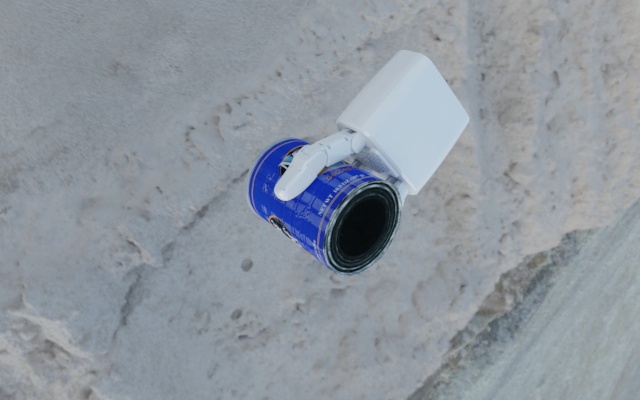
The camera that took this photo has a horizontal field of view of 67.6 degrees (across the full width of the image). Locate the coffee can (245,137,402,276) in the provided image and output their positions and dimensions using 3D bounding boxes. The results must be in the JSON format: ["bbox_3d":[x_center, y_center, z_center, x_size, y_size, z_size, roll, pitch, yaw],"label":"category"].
[{"bbox_3d":[0.000,0.002,0.507,0.103,0.103,0.140,0,22,-43],"label":"coffee can"}]
